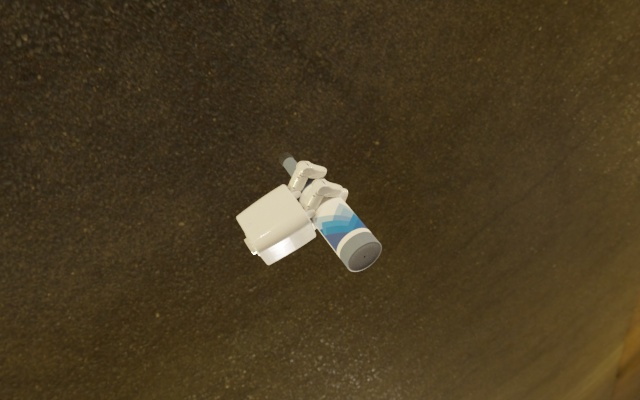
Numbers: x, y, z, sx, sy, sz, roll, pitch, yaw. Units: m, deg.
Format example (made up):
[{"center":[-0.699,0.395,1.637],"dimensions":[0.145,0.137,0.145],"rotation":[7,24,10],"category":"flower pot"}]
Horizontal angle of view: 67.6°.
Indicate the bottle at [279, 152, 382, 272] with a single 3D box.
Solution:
[{"center":[0.000,0.003,0.863],"dimensions":[0.069,0.069,0.295],"rotation":[0,37,-38],"category":"bottle"}]
